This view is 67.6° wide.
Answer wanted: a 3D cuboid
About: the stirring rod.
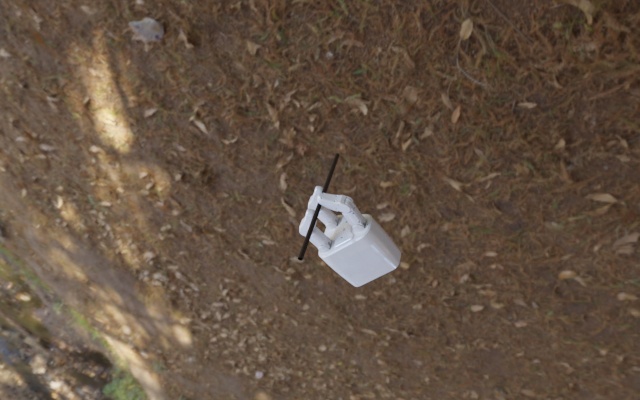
[{"bbox_3d":[0.000,0.003,0.808,0.011,0.239,0.011,11,-40,10],"label":"stirring rod"}]
